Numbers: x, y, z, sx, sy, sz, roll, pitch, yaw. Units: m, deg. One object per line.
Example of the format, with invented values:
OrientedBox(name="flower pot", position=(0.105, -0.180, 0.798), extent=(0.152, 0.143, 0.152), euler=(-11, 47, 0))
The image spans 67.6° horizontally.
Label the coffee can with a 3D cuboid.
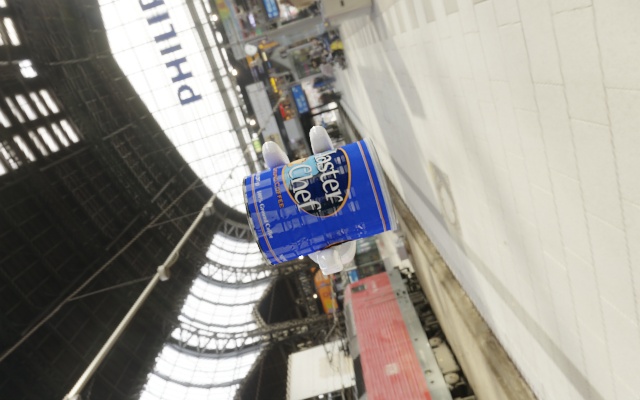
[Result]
OrientedBox(name="coffee can", position=(0.000, 0.002, 0.512), extent=(0.140, 0.103, 0.103), euler=(-17, -1, 4))
